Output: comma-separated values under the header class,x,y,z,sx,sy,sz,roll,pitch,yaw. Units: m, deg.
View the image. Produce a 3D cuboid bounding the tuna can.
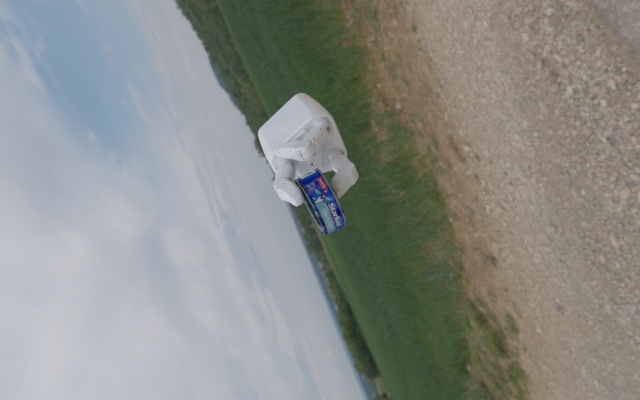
class,x,y,z,sx,sy,sz,roll,pitch,yaw
tuna can,0.000,0.002,0.637,0.034,0.086,0.086,-27,3,-7
